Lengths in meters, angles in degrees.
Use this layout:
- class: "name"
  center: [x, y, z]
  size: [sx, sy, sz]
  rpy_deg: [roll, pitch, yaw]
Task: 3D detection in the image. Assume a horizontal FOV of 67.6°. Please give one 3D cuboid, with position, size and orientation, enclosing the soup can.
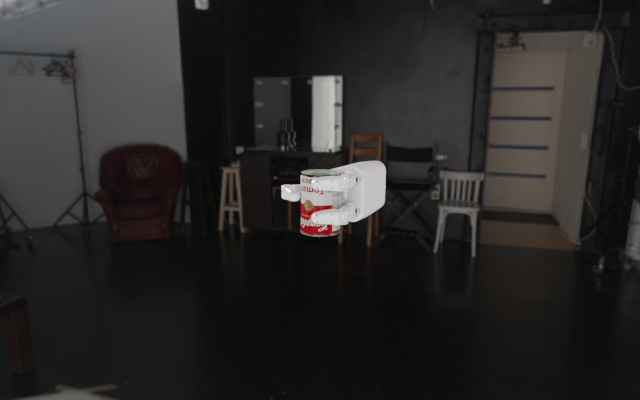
- class: "soup can"
  center: [0.000, 0.002, 0.800]
  size: [0.068, 0.102, 0.068]
  rpy_deg: [0, 12, 0]
